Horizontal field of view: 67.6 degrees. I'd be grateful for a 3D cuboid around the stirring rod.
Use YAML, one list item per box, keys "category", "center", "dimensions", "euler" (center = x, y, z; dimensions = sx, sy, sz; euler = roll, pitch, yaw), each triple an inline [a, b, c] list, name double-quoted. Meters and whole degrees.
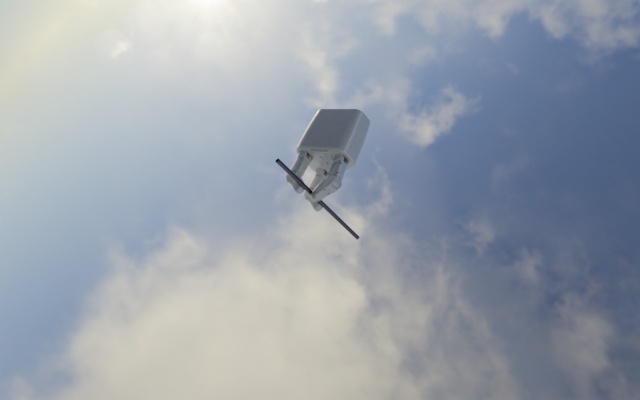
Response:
- category: "stirring rod"
  center: [0.000, 0.003, 0.864]
  dimensions: [0.011, 0.011, 0.240]
  euler: [0, -36, 48]
